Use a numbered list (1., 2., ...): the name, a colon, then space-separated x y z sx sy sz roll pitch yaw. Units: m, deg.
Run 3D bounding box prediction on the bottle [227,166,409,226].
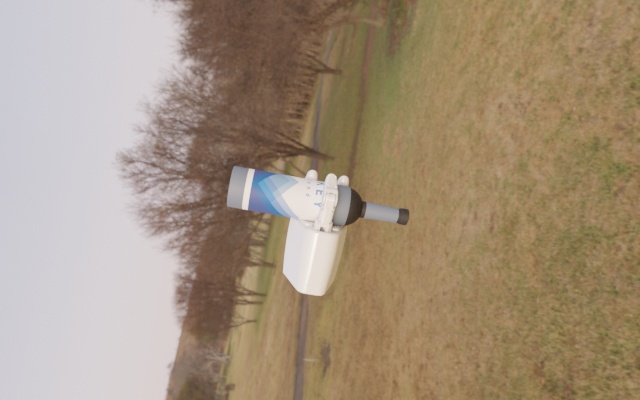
1. bottle: 0.000 0.002 0.782 0.296 0.069 0.069 10 -1 -6
